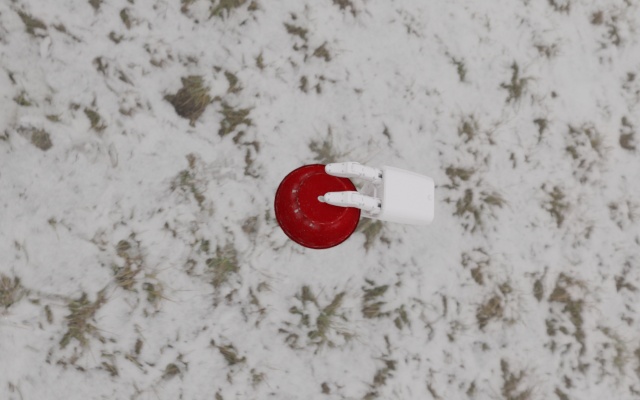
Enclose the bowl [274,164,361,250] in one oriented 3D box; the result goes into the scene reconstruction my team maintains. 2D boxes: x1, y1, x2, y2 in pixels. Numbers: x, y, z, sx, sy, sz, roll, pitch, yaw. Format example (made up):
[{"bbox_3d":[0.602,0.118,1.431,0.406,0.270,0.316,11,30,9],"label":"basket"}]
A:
[{"bbox_3d":[-0.001,0.003,0.843,0.162,0.162,0.055,0,-15,-10],"label":"bowl"}]
